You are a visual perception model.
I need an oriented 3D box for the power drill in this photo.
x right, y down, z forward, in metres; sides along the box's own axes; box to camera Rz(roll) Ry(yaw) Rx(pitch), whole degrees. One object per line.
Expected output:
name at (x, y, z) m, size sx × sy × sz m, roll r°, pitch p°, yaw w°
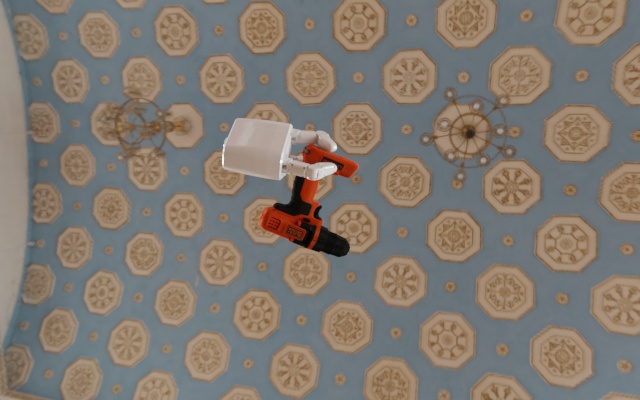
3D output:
power drill at (0.000, 0.002, 0.898) m, size 0.184 × 0.188 × 0.057 m, roll 22°, pitch 9°, yaw -14°
